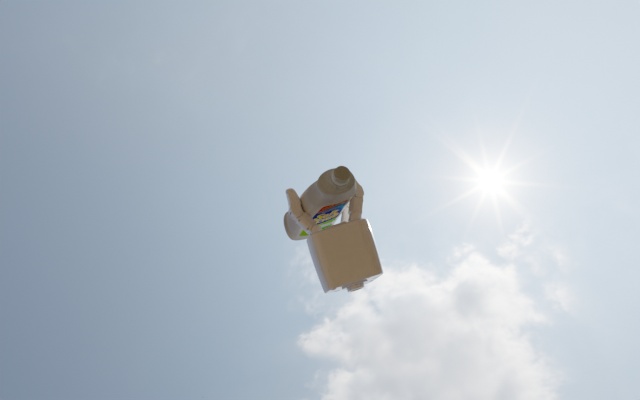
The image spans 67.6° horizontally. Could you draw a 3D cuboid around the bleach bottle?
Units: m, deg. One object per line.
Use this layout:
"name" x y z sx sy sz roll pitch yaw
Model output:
"bleach bottle" 0.000 0.003 0.894 0.102 0.068 0.251 -11 -19 -18
